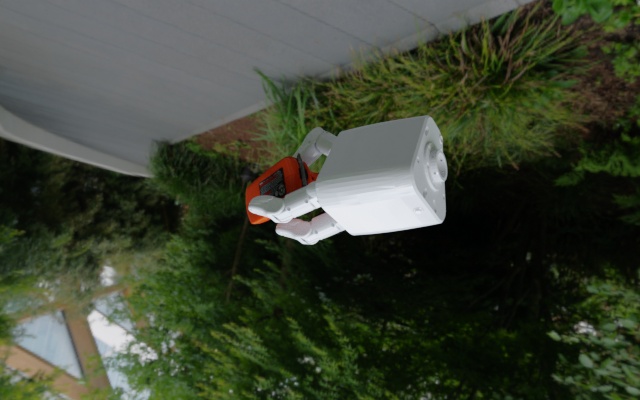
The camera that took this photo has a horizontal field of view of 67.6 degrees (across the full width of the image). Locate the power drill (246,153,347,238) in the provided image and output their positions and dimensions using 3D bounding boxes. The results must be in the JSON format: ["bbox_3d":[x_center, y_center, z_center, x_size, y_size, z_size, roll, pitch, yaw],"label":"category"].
[{"bbox_3d":[0.000,0.002,0.629,0.187,0.057,0.184,5,-27,-40],"label":"power drill"}]
